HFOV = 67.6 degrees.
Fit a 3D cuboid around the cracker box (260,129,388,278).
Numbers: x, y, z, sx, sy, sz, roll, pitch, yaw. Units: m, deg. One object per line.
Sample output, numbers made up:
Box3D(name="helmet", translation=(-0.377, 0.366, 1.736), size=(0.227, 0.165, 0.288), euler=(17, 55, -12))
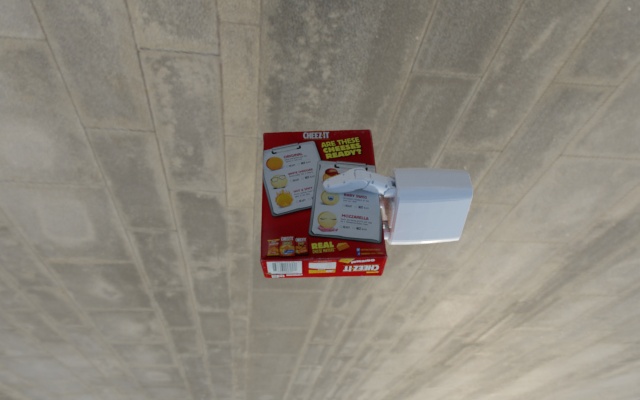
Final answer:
Box3D(name="cracker box", translation=(0.000, 0.002, 0.683), size=(0.164, 0.213, 0.072), euler=(-2, -33, -2))
